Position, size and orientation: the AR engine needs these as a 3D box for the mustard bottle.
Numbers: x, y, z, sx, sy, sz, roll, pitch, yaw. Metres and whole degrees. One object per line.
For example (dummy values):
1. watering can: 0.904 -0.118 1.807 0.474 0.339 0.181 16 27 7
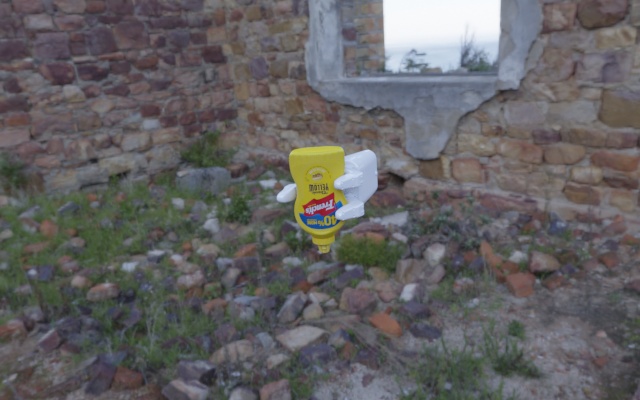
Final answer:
1. mustard bottle: 0.000 0.003 0.850 0.096 0.192 0.058 -4 18 2
